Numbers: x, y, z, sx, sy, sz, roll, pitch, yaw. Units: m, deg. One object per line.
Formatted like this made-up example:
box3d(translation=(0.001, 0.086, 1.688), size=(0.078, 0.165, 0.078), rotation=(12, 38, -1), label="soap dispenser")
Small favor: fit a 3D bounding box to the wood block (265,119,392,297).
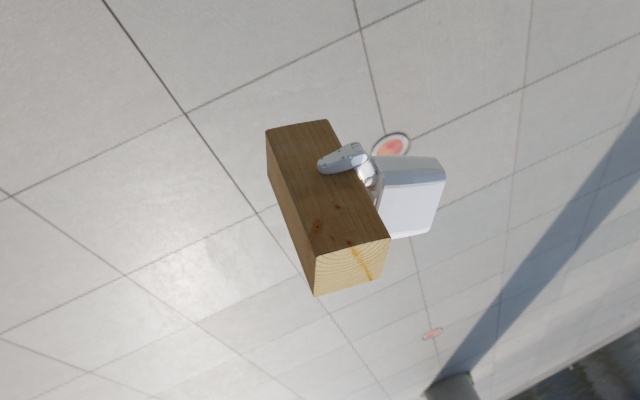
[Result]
box3d(translation=(0.001, 0.002, 0.602), size=(0.090, 0.206, 0.091), rotation=(-13, -38, -15), label="wood block")
